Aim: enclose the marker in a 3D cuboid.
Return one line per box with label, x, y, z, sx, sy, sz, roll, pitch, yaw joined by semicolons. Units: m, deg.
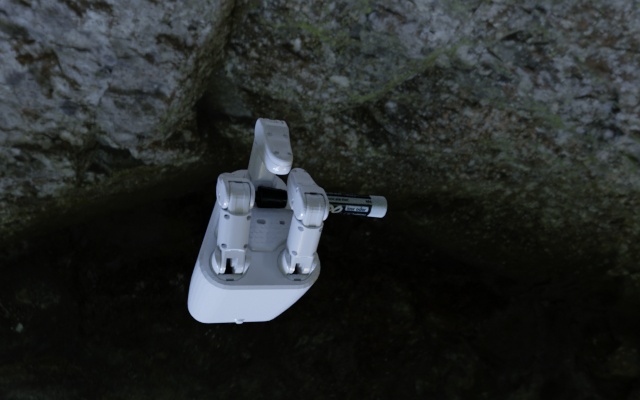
marker;0.000;0.001;0.411;0.121;0.020;0.020;5;-2;-21
